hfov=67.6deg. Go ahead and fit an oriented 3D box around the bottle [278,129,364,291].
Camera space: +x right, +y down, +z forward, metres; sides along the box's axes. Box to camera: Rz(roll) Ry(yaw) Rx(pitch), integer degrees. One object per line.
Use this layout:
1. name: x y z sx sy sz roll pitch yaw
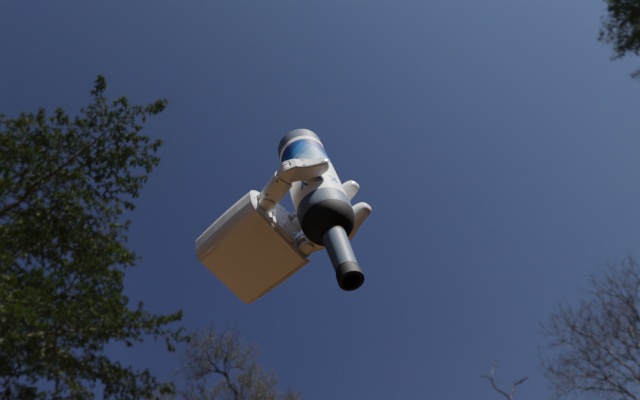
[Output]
1. bottle: 0.000 0.002 0.600 0.069 0.069 0.295 0 33 -15
